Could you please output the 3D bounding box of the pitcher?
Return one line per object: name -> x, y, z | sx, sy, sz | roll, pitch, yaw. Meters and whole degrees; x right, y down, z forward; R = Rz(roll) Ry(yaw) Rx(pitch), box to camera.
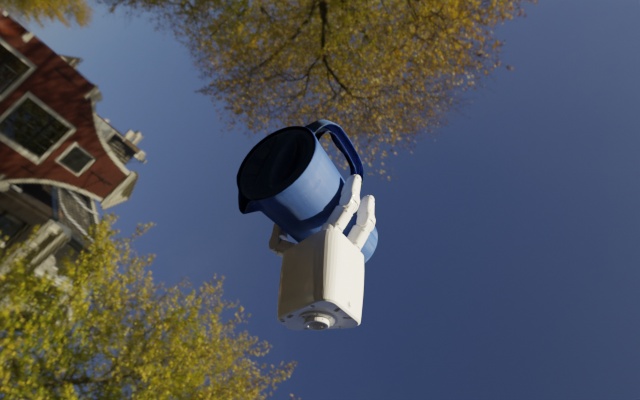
pitcher -> 0.000, 0.003, 0.740 | 0.149, 0.145, 0.243 | -17, -43, 25
